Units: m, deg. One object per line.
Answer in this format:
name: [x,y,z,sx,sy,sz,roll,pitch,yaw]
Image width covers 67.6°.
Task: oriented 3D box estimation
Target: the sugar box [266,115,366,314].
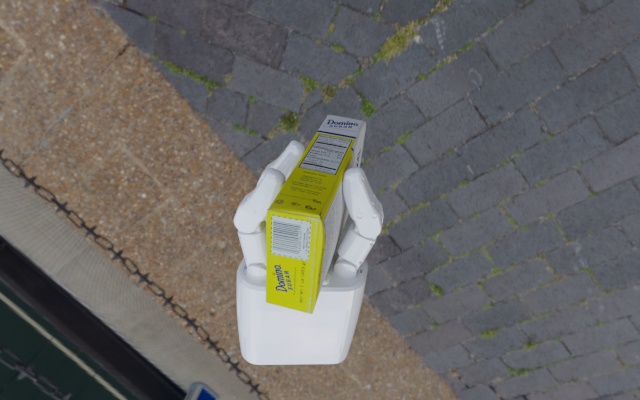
sugar box: [-0.001,0.001,0.417,0.048,0.093,0.176,11,33,7]
